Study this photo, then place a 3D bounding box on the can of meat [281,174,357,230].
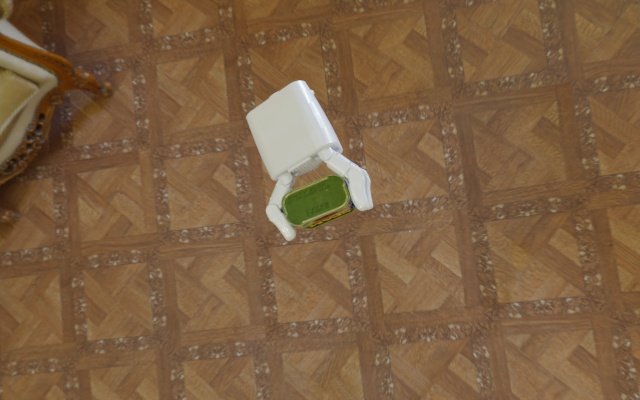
[{"bbox_3d":[0.000,0.002,0.699,0.102,0.057,0.084,-23,-8,8],"label":"can of meat"}]
